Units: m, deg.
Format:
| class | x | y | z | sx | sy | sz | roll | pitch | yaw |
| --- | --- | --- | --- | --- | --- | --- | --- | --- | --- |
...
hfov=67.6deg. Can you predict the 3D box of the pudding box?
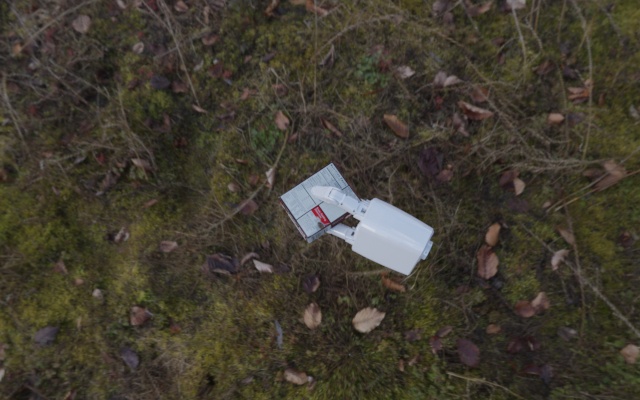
| class | x | y | z | sx | sy | sz | roll | pitch | yaw |
| --- | --- | --- | --- | --- | --- | --- | --- | --- | --- |
| pudding box | 0.000 | 0.003 | 0.797 | 0.113 | 0.090 | 0.039 | -33 | -14 | -8 |
